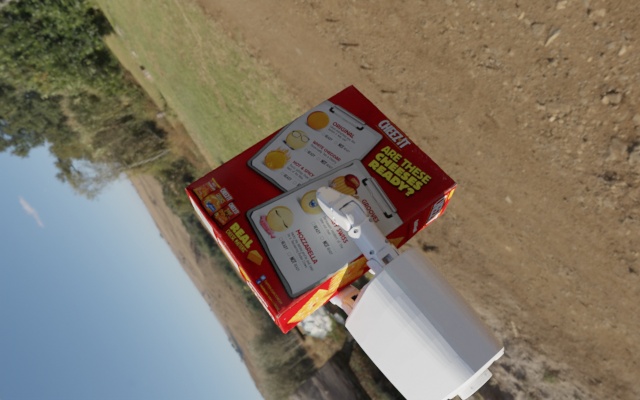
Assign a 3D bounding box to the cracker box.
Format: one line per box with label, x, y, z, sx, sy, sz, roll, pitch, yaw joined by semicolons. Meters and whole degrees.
cracker box;0.000;0.002;0.489;0.213;0.164;0.072;-34;-23;-16
